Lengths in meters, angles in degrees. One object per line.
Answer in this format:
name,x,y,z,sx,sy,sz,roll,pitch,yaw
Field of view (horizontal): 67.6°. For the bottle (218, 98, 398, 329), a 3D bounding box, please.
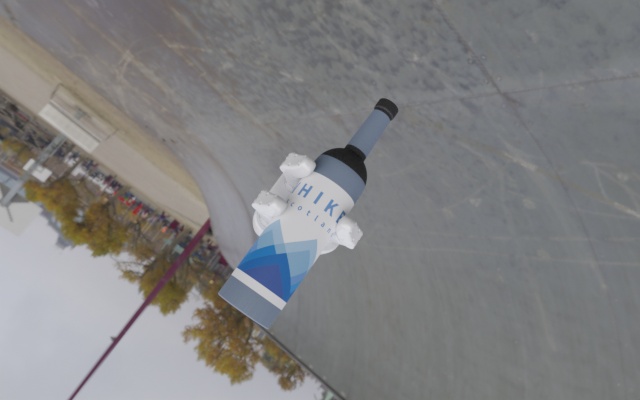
bottle,0.000,0.002,0.544,0.069,0.295,0.069,33,-13,9
